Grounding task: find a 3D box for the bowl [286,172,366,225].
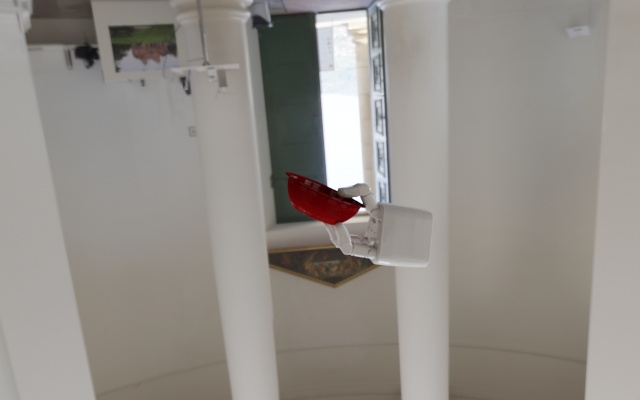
[{"bbox_3d":[-0.001,0.003,0.892,0.162,0.055,0.162,24,7,-3],"label":"bowl"}]
